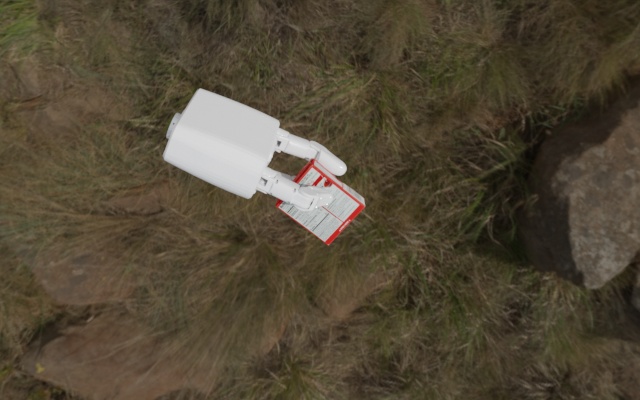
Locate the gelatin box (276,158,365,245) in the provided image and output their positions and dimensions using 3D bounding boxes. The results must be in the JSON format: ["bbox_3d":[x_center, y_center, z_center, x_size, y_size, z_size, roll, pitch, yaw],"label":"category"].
[{"bbox_3d":[0.000,0.002,0.604,0.089,0.073,0.030,38,19,-12],"label":"gelatin box"}]
